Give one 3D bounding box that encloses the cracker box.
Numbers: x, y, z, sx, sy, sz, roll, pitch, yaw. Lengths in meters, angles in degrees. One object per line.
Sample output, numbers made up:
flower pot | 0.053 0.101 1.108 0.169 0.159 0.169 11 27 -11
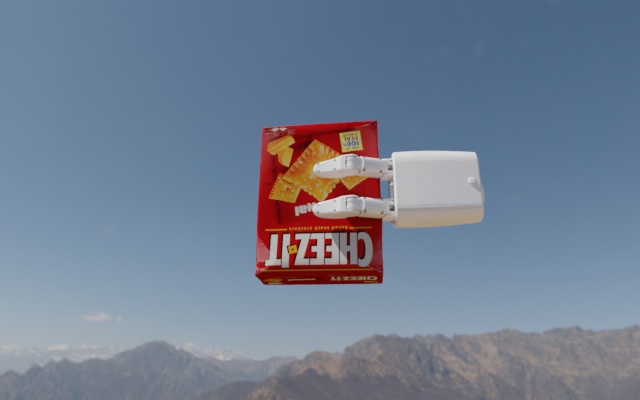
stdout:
cracker box | 0.000 0.002 0.647 0.164 0.213 0.072 -2 -20 6
